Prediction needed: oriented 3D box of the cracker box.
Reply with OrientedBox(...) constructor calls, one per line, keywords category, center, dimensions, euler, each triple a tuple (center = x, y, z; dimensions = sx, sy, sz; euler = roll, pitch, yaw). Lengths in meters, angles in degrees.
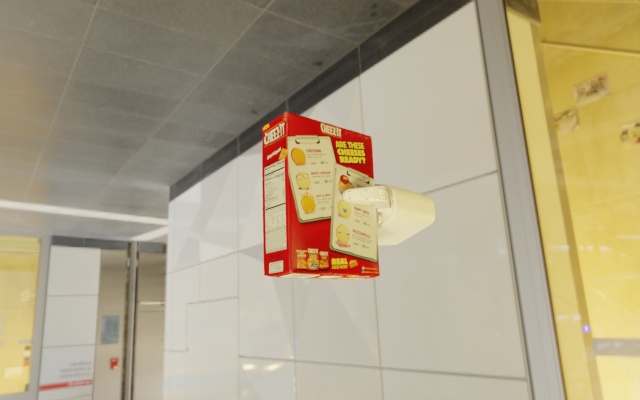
OrientedBox(category="cracker box", center=(0.000, 0.002, 0.674), dimensions=(0.164, 0.213, 0.072), euler=(9, -18, -40))
